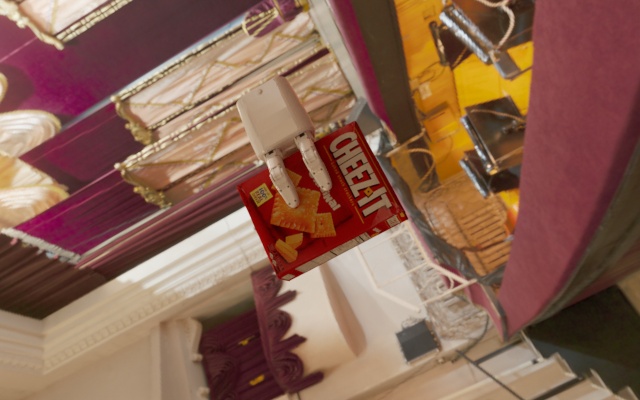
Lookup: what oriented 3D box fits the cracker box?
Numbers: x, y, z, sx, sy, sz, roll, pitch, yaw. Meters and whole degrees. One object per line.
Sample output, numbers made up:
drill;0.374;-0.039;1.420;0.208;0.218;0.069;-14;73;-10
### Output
cracker box;0.000;0.003;0.733;0.214;0.164;0.072;-28;-18;7
